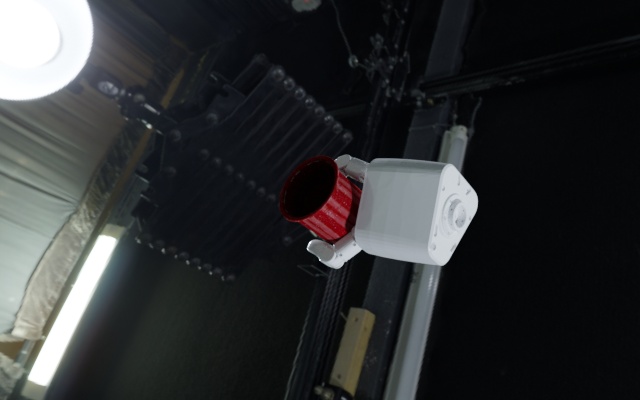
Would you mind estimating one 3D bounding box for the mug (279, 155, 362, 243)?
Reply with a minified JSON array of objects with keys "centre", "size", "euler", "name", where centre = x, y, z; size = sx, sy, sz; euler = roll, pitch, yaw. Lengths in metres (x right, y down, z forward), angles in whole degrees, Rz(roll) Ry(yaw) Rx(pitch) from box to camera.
[{"centre":[-0.001,0.002,0.621],"size":[0.117,0.093,0.081],"euler":[7,-23,46],"name":"mug"}]
